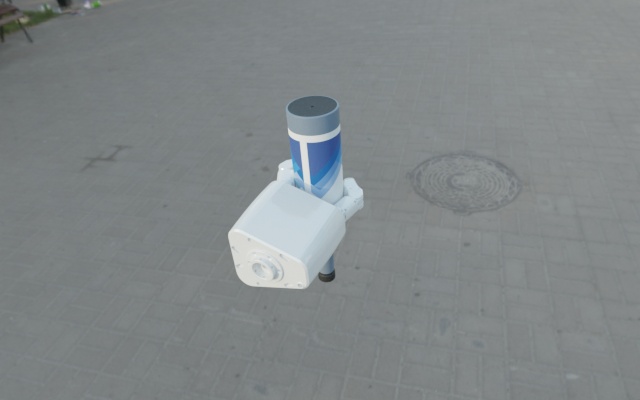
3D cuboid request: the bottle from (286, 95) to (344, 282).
[{"bbox_3d":[0.000,0.002,0.677,0.069,0.296,0.069,-3,36,2],"label":"bottle"}]
